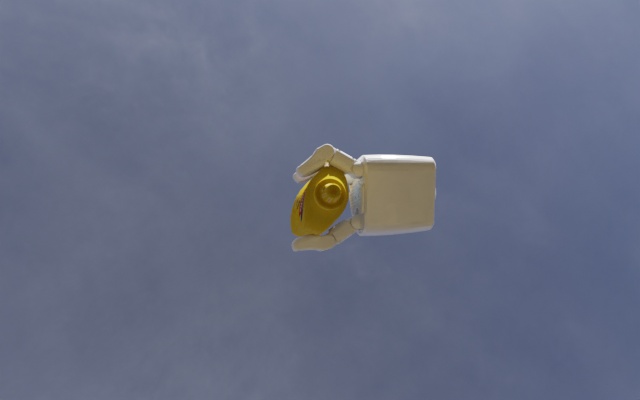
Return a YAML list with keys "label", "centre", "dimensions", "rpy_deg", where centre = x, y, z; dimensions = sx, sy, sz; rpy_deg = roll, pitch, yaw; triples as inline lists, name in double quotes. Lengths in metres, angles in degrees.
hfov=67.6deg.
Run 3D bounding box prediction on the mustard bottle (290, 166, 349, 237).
- label: "mustard bottle"
  centre: [0.000, 0.002, 0.677]
  dimensions: [0.058, 0.096, 0.191]
  rpy_deg: [23, -12, -7]
